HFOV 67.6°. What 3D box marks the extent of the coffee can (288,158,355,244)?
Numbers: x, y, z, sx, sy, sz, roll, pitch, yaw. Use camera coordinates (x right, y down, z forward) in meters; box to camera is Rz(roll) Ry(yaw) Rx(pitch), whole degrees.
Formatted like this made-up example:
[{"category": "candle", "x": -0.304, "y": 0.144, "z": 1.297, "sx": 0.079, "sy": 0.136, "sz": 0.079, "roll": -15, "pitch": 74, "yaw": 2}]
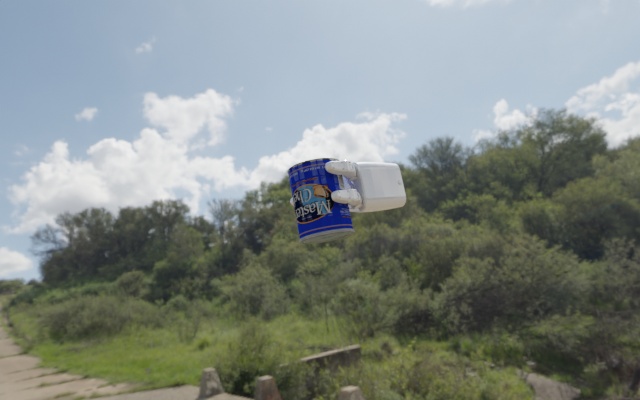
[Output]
[{"category": "coffee can", "x": 0.000, "y": 0.003, "z": 0.895, "sx": 0.103, "sy": 0.140, "sz": 0.103, "roll": -10, "pitch": -12, "yaw": -2}]
